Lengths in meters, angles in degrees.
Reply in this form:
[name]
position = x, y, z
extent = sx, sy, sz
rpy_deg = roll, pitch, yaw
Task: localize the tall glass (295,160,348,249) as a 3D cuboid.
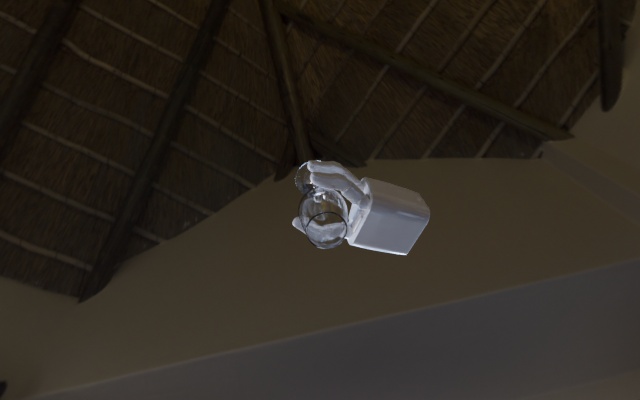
[tall glass]
position = 0.000, 0.002, 0.791
extent = 0.079, 0.079, 0.201
rpy_deg = 0, 25, -6
